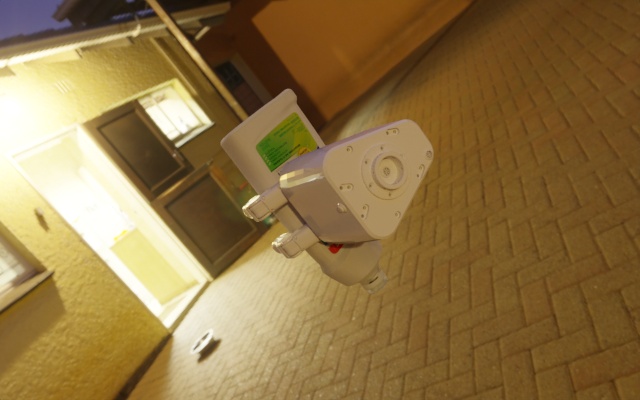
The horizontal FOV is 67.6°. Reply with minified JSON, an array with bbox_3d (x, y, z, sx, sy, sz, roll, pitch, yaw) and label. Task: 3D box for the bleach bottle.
[{"bbox_3d":[0.000,0.002,0.558,0.102,0.251,0.068,-43,12,-21],"label":"bleach bottle"}]
